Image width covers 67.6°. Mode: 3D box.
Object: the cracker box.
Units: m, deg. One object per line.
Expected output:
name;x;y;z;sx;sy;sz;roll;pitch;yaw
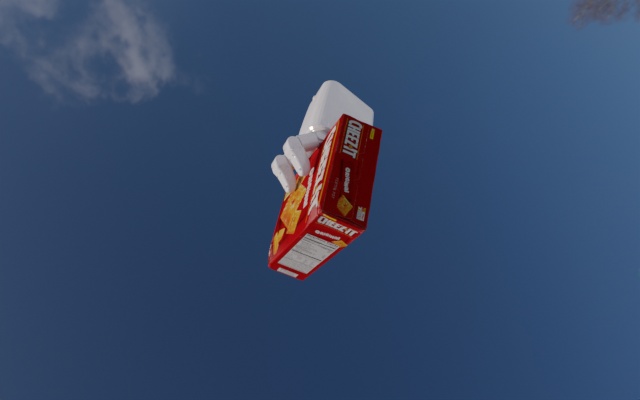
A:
cracker box;0.000;0.002;0.694;0.072;0.164;0.214;21;-33;-14
